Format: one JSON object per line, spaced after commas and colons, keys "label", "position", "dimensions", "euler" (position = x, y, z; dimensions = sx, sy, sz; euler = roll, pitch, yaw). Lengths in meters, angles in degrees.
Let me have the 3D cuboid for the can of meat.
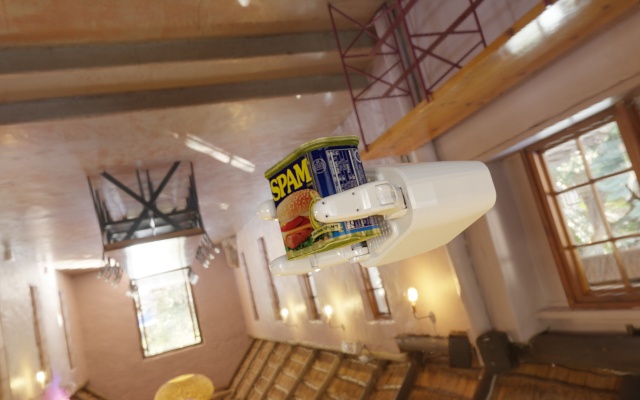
{"label": "can of meat", "position": [0.000, 0.002, 0.414], "dimensions": [0.057, 0.084, 0.102], "euler": [-9, -10, -34]}
